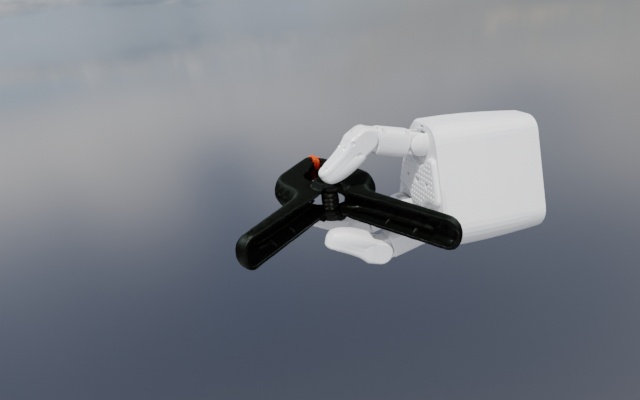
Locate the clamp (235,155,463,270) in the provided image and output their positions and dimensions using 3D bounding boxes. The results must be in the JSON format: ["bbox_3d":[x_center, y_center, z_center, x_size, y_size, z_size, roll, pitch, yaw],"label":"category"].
[{"bbox_3d":[0.000,0.000,0.419,0.164,0.036,0.210,-6,21,-14],"label":"clamp"}]
